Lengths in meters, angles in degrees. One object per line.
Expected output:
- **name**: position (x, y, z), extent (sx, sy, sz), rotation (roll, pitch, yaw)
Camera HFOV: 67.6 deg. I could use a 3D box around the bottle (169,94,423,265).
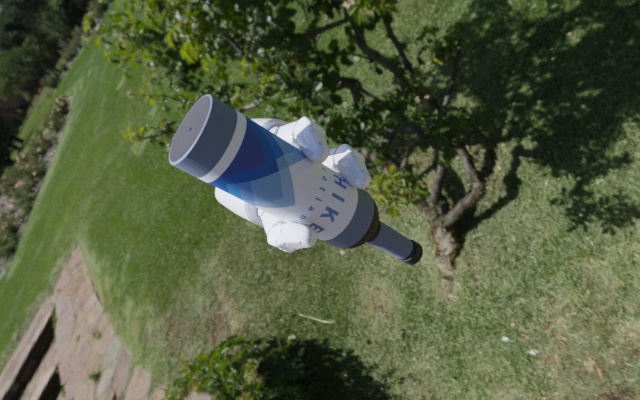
- **bottle**: position (0.000, 0.001, 0.473), extent (0.296, 0.069, 0.069), rotation (29, -17, -33)
